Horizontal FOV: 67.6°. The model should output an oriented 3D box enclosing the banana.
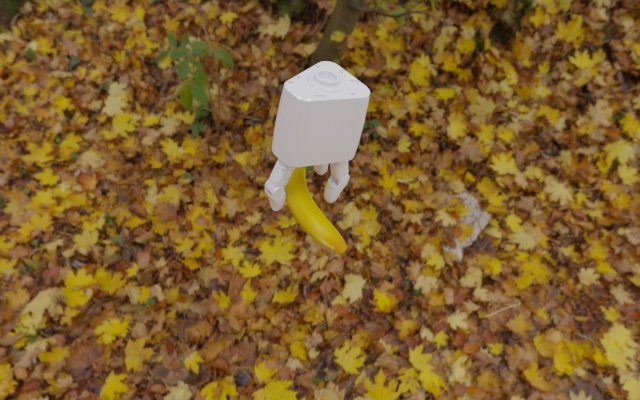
[{"bbox_3d":[-0.018,0.000,0.706,0.069,0.037,0.197,0,44,-20],"label":"banana"}]
